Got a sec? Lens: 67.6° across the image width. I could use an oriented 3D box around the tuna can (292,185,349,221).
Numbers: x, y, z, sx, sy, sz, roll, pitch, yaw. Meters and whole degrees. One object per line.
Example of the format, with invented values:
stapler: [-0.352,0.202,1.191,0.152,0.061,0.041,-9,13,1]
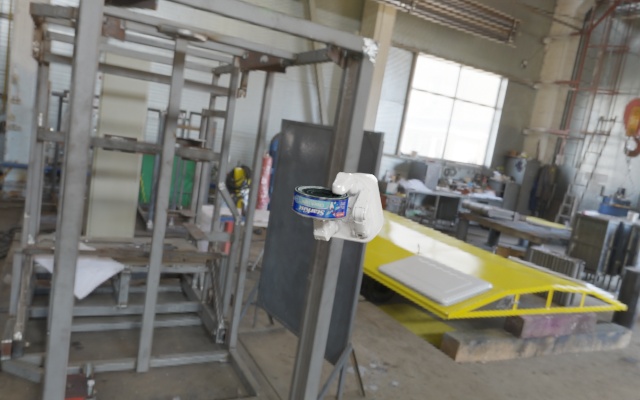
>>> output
tuna can: [0.000,0.002,0.730,0.086,0.034,0.086,7,13,-2]
